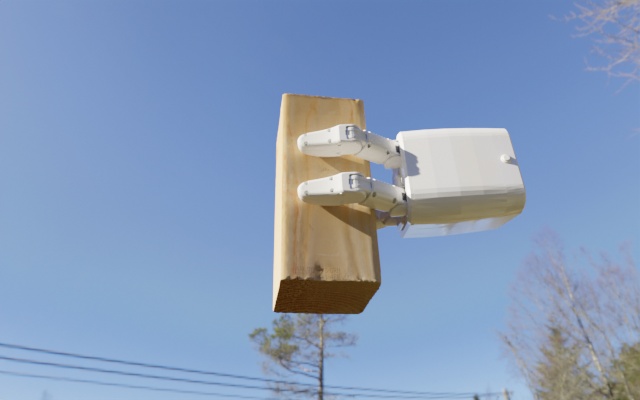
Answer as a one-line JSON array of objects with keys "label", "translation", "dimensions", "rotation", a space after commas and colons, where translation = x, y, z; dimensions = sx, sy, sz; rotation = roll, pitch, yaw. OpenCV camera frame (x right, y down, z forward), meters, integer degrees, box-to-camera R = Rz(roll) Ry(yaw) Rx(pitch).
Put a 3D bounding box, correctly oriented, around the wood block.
[{"label": "wood block", "translation": [0.000, 0.002, 0.486], "dimensions": [0.090, 0.206, 0.091], "rotation": [3, -32, -8]}]
